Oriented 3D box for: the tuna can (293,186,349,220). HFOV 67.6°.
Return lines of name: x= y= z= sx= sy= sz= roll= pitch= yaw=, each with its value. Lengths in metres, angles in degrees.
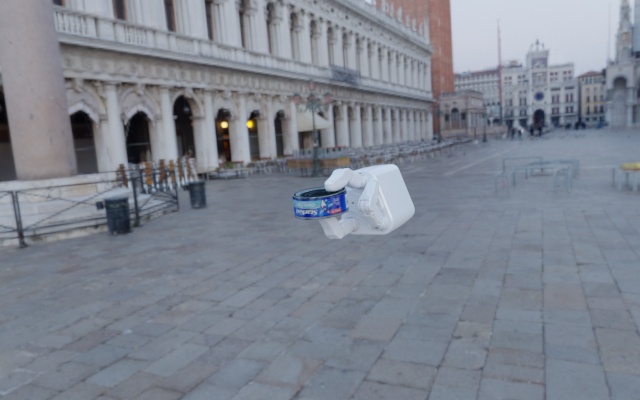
tuna can: x=0.000 y=0.002 z=0.738 sx=0.086 sy=0.034 sz=0.086 roll=-7 pitch=12 yaw=1
